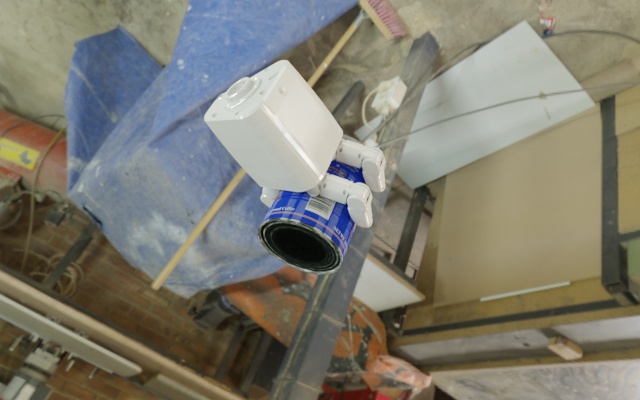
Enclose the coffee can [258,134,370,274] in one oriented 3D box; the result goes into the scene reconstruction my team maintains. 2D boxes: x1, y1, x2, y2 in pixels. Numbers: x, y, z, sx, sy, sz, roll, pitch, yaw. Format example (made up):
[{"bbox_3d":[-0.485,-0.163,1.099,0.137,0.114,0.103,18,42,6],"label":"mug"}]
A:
[{"bbox_3d":[0.000,0.002,0.574,0.103,0.140,0.103,16,-35,12],"label":"coffee can"}]
